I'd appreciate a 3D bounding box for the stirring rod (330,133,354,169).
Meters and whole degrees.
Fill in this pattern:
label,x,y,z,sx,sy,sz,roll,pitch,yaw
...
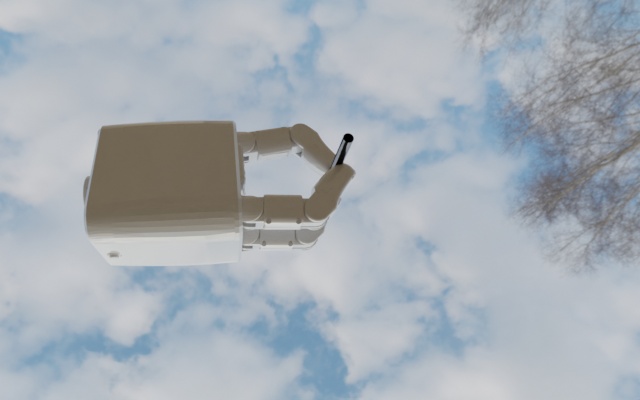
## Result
label,x,y,z,sx,sy,sz,roll,pitch,yaw
stirring rod,0.000,0.001,0.454,0.011,0.011,0.240,0,-23,-10
